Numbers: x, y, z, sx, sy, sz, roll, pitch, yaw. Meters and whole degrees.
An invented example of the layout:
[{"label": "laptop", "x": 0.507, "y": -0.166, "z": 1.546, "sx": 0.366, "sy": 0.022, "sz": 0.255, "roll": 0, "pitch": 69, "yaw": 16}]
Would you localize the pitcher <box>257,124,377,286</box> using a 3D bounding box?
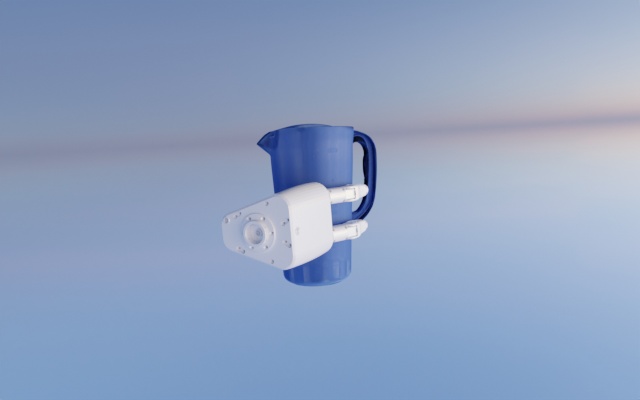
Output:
[{"label": "pitcher", "x": 0.000, "y": 0.002, "z": 0.747, "sx": 0.149, "sy": 0.243, "sz": 0.145, "roll": 0, "pitch": 8, "yaw": 26}]
